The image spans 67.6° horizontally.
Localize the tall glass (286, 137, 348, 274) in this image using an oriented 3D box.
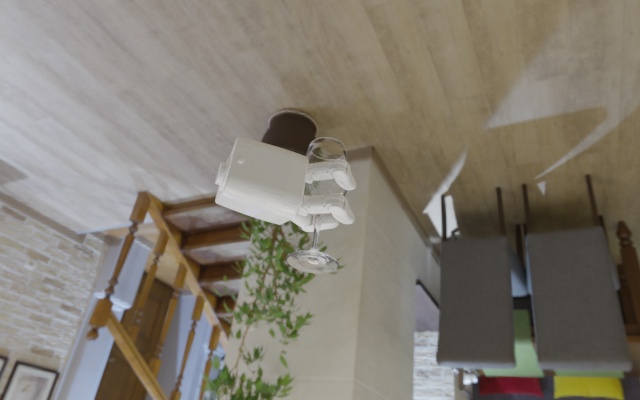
[{"bbox_3d":[0.000,0.003,0.718,0.079,0.201,0.079,6,-30,4],"label":"tall glass"}]
